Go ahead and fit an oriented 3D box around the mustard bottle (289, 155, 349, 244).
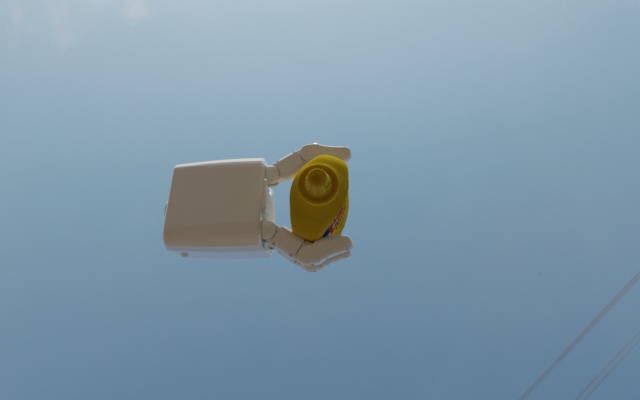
[{"bbox_3d":[0.000,0.002,0.534,0.058,0.096,0.192,22,-12,8],"label":"mustard bottle"}]
